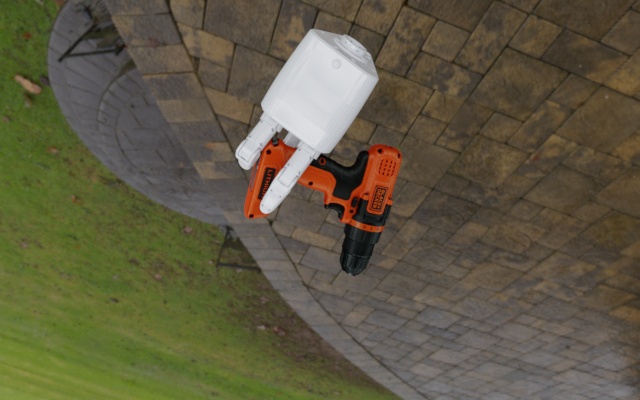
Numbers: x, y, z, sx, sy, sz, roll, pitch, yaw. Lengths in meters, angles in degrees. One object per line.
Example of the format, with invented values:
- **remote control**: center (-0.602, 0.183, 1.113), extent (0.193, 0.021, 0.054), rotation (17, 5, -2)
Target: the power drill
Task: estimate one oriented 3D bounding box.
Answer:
- **power drill**: center (0.000, 0.002, 0.623), extent (0.187, 0.184, 0.057), rotation (11, 13, -16)
